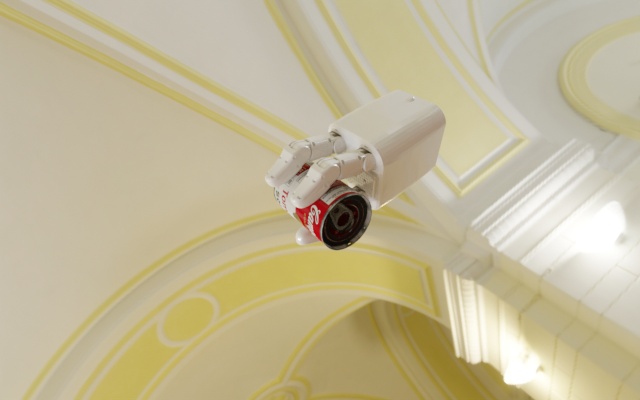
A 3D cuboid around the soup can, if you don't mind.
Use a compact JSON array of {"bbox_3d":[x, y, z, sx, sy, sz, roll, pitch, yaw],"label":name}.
[{"bbox_3d":[0.000,0.002,0.543,0.068,0.068,0.102,0,26,-39],"label":"soup can"}]
